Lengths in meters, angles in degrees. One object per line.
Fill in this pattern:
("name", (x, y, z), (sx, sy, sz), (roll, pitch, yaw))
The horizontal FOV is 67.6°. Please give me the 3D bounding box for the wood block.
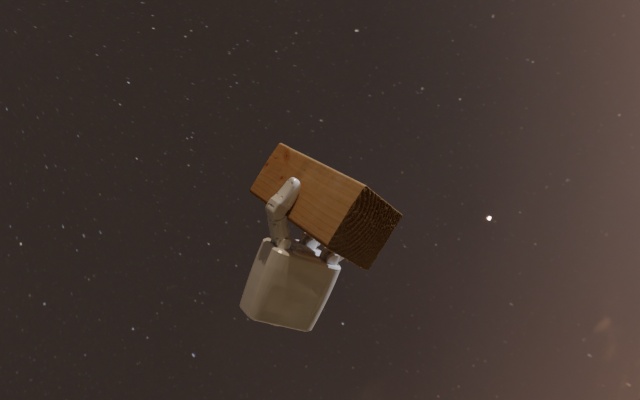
("wood block", (0.000, 0.002, 0.670), (0.091, 0.090, 0.206), (33, -2, -41))
